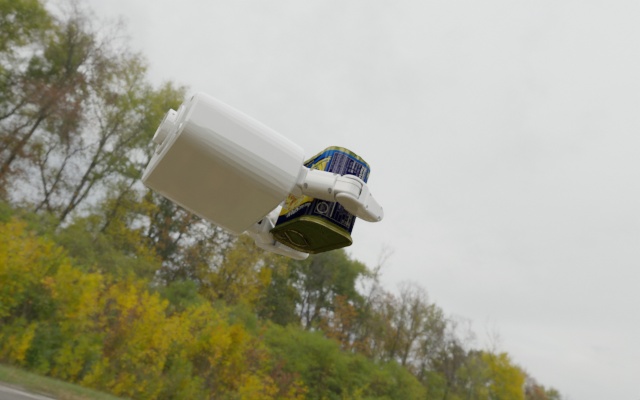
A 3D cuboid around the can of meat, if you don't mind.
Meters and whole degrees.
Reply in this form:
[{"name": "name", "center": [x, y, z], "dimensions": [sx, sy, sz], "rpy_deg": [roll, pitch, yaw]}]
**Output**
[{"name": "can of meat", "center": [0.000, 0.001, 0.483], "dimensions": [0.057, 0.084, 0.102], "rpy_deg": [28, -24, -21]}]
